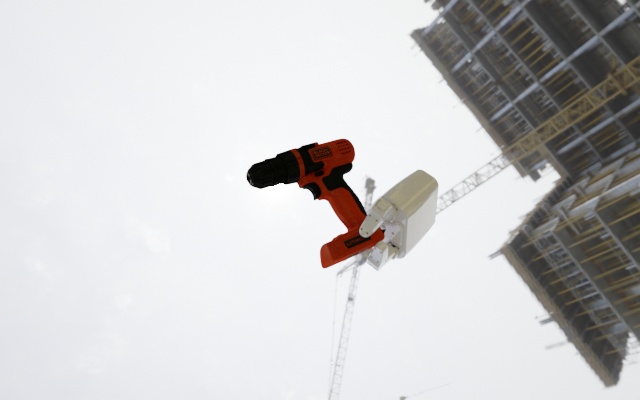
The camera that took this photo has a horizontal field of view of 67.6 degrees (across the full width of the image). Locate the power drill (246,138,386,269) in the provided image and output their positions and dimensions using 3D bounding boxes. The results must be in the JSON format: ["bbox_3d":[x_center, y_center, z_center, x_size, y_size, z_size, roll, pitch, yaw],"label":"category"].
[{"bbox_3d":[0.001,0.003,0.719,0.184,0.187,0.057,-19,-13,-25],"label":"power drill"}]
